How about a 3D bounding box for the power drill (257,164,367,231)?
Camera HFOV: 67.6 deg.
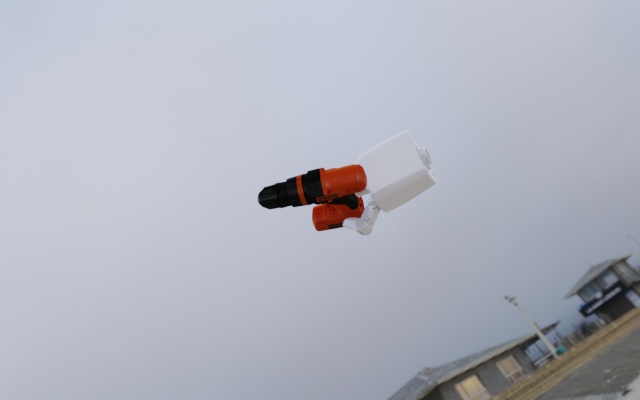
[{"bbox_3d":[0.000,0.003,0.848,0.184,0.057,0.188,-11,-20,10],"label":"power drill"}]
